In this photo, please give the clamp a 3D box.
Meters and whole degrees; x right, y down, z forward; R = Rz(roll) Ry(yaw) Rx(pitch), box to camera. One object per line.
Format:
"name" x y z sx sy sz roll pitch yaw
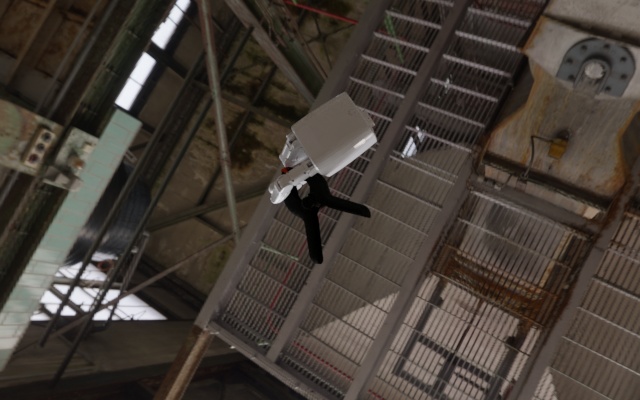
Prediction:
"clamp" 0.000 0.003 0.771 0.120 0.171 0.039 -34 -21 8
